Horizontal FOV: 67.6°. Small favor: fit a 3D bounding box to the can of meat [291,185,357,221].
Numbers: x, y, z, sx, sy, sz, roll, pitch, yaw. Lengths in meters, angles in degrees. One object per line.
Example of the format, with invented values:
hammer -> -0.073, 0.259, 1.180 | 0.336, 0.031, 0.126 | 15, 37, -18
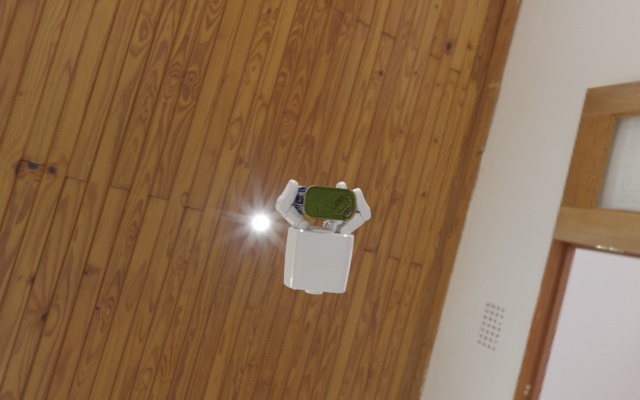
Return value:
can of meat -> 0.000, 0.003, 0.863 | 0.102, 0.057, 0.084 | 5, 1, -26
